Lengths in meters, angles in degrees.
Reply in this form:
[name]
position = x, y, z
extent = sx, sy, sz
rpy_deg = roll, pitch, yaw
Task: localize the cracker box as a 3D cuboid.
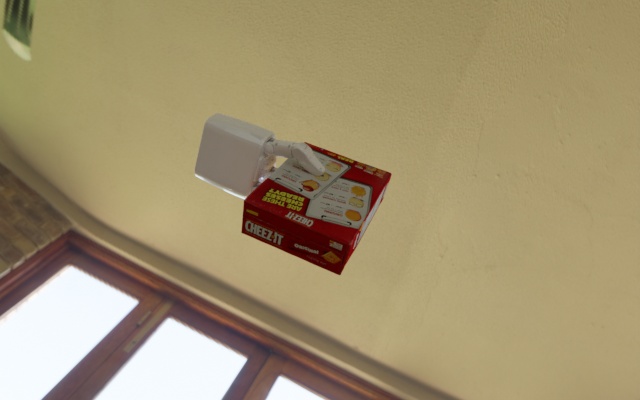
[cracker box]
position = 0.000, 0.002, 0.746
extent = 0.164, 0.072, 0.213
rpy_deg = 22, 37, 12
